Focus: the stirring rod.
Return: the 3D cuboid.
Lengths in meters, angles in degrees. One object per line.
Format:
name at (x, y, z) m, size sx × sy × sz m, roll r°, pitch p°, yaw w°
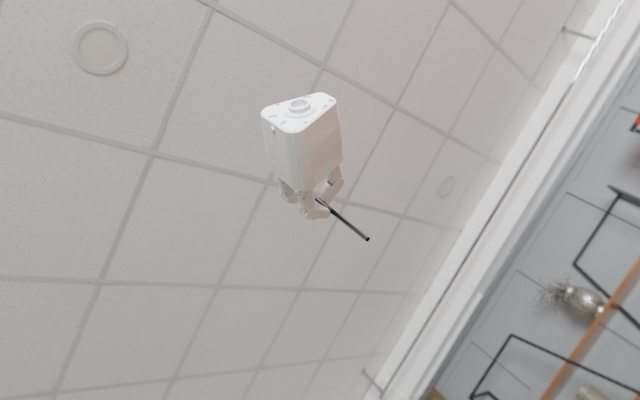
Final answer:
stirring rod at (0.000, 0.003, 0.805) m, size 0.011 × 0.011 × 0.239 m, roll 0°, pitch 28°, yaw -43°
